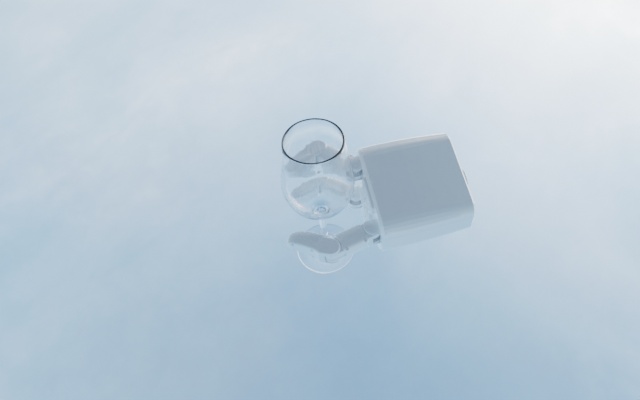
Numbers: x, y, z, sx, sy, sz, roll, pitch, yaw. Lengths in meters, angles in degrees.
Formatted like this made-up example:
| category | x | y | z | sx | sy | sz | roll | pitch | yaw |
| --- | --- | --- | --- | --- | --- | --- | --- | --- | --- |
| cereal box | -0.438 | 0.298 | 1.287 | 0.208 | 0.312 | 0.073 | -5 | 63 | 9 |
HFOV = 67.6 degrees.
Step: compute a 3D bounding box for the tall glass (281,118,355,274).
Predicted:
| category | x | y | z | sx | sy | sz | roll | pitch | yaw |
| --- | --- | --- | --- | --- | --- | --- | --- | --- | --- |
| tall glass | 0.000 | 0.002 | 0.536 | 0.079 | 0.079 | 0.201 | 0 | -36 | 6 |
